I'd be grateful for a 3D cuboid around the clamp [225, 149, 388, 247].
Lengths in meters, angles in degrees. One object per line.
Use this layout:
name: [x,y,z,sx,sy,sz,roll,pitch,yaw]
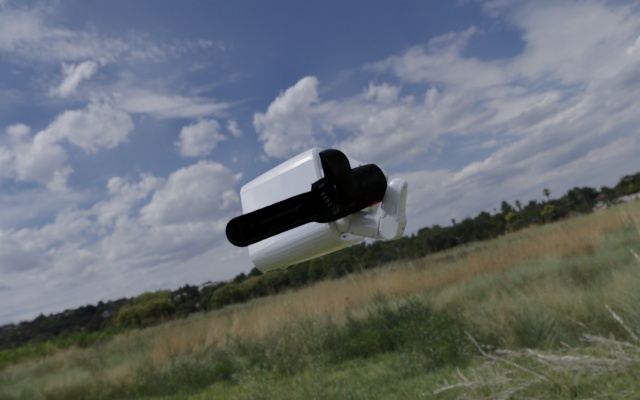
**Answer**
clamp: [0.000,0.001,0.414,0.120,0.039,0.171,-26,-14,22]
